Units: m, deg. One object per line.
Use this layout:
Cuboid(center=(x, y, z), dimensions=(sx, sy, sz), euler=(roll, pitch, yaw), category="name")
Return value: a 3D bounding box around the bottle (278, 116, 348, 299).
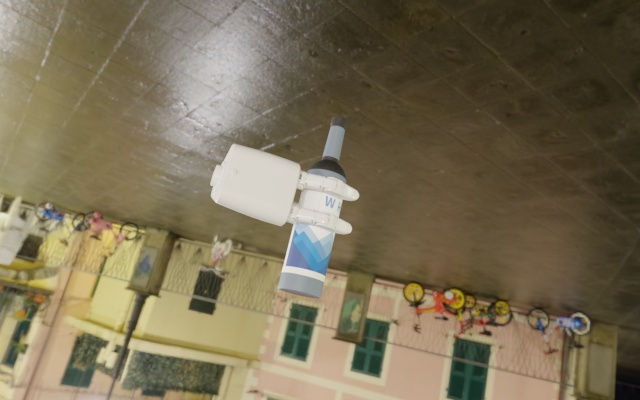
Cuboid(center=(0.000, 0.003, 0.759), dimensions=(0.069, 0.295, 0.069), euler=(12, -16, 4), category="bottle")
